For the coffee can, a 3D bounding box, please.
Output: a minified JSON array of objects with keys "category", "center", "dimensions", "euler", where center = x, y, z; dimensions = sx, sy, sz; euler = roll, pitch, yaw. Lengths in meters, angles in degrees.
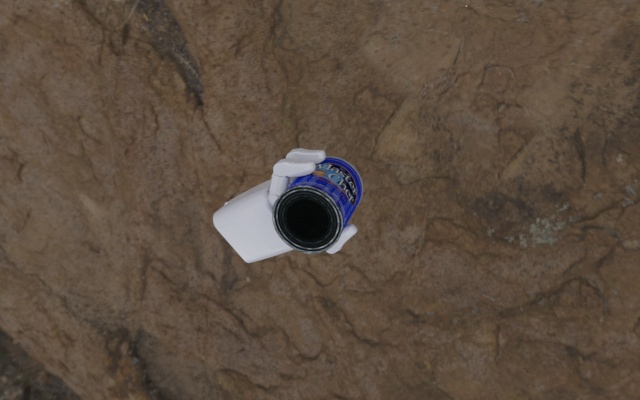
[{"category":"coffee can","center":[0.000,0.002,0.714],"dimensions":[0.103,0.103,0.140],"euler":[0,21,17]}]
